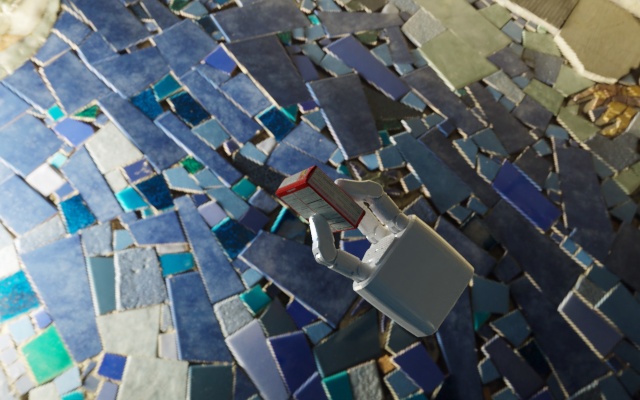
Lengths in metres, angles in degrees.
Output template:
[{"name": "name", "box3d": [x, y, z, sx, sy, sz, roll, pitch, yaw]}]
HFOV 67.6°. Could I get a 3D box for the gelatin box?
[{"name": "gelatin box", "box3d": [0.000, 0.002, 0.581, 0.089, 0.030, 0.073, 41, -29, -20]}]
